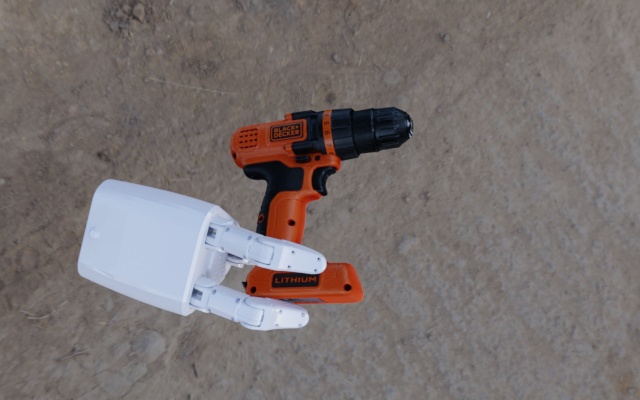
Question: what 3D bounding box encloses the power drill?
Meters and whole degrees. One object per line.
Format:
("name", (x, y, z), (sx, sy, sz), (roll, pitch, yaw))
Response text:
("power drill", (0.000, 0.002, 0.454), (0.184, 0.187, 0.057), (-6, -22, 16))
